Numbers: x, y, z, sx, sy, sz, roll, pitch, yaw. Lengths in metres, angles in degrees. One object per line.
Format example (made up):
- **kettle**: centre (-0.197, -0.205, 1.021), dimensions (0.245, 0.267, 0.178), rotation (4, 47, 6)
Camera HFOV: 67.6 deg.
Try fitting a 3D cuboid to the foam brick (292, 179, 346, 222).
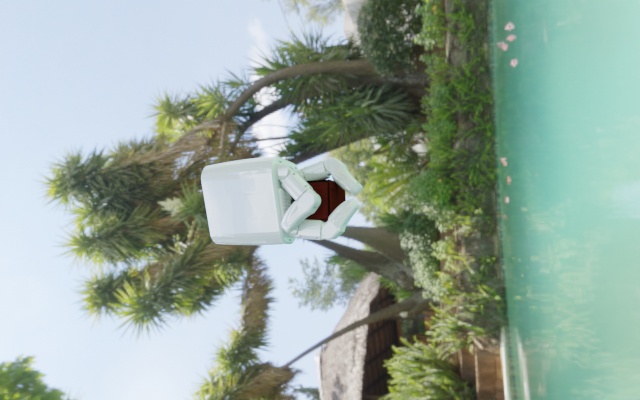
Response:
- **foam brick**: centre (0.000, 0.002, 0.644), dimensions (0.051, 0.053, 0.078), rotation (-4, -6, 18)
